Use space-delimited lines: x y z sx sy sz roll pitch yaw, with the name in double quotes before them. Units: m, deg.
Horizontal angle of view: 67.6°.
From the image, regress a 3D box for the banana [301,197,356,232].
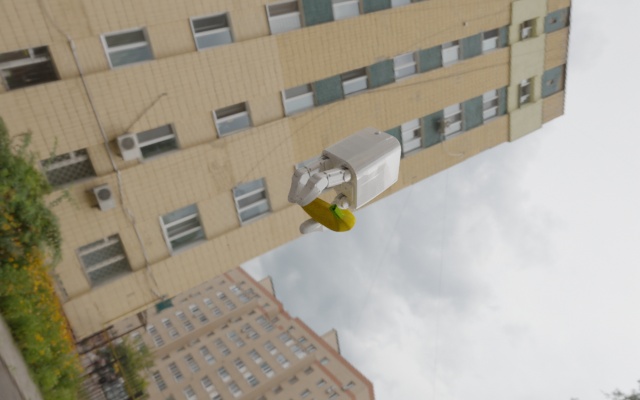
"banana" 0.012 0.017 0.776 0.037 0.070 0.198 -39 17 -13
